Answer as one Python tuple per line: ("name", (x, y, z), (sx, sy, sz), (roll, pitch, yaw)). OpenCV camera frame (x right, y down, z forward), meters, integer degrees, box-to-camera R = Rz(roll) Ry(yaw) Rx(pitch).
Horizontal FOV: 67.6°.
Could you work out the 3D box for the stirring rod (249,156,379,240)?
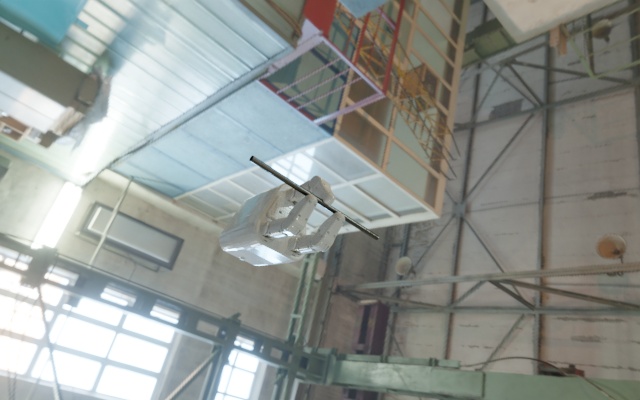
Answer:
("stirring rod", (0.000, 0.002, 0.652), (0.240, 0.011, 0.011), (32, -19, -33))
